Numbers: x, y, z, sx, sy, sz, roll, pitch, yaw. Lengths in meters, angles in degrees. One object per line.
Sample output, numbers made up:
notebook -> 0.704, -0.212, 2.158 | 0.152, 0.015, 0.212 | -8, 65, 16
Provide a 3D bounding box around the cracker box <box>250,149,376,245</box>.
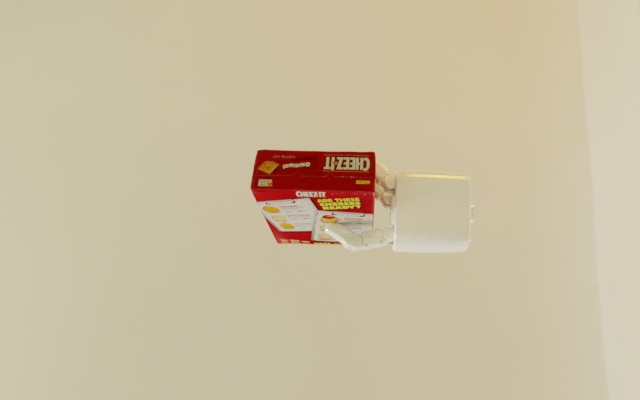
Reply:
cracker box -> 0.000, 0.003, 0.720 | 0.164, 0.072, 0.214 | 1, -24, 6
